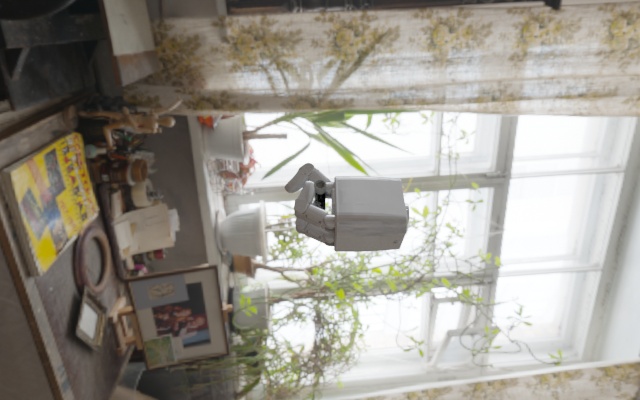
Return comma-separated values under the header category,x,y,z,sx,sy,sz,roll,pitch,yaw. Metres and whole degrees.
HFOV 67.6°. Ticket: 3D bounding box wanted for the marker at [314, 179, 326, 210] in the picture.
category,x,y,z,sx,sy,sz,roll,pitch,yaw
marker,0.000,0.003,0.774,0.020,0.020,0.121,0,-26,0
